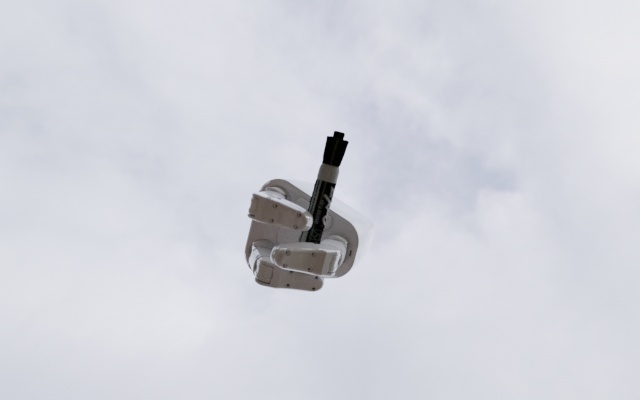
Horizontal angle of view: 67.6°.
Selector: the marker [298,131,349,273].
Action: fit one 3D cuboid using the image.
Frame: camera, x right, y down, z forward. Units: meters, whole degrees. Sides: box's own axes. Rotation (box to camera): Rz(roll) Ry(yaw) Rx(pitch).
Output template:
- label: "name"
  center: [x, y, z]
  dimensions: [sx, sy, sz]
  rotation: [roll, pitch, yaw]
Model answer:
- label: "marker"
  center: [0.000, 0.001, 0.400]
  dimensions: [0.020, 0.121, 0.020]
  rotation: [15, 7, -2]
